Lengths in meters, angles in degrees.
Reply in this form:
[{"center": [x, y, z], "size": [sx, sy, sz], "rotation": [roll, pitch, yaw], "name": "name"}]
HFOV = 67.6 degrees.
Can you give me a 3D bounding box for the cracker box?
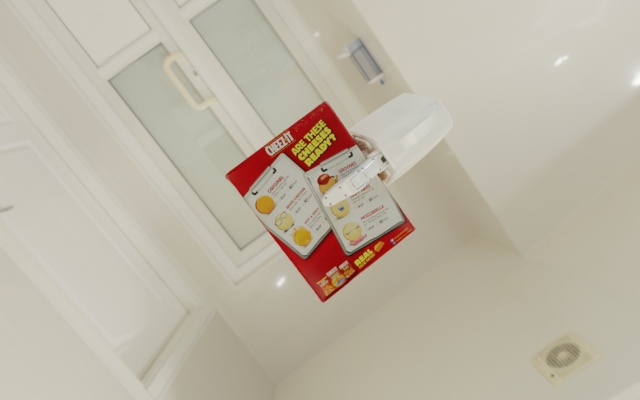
[{"center": [0.000, 0.002, 0.652], "size": [0.164, 0.214, 0.072], "rotation": [-38, 9, -7], "name": "cracker box"}]
